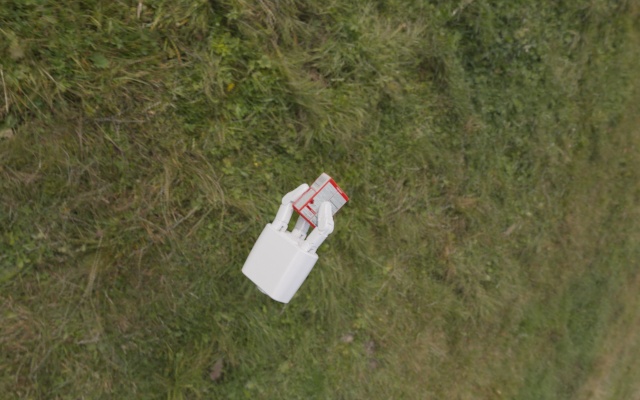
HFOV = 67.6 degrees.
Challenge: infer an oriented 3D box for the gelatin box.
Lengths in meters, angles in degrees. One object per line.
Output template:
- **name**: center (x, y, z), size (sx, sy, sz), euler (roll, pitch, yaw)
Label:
- **gelatin box**: center (0.001, 0.003, 0.897), size (0.030, 0.089, 0.073), euler (42, -3, 47)
